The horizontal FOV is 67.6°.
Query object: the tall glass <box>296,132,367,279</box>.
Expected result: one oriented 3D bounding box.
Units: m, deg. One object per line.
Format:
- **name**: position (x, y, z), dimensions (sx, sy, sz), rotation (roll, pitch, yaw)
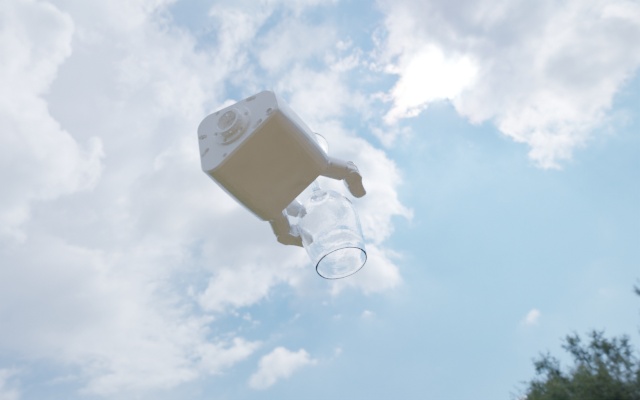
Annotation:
- **tall glass**: position (0.000, 0.002, 0.615), dimensions (0.079, 0.201, 0.079), rotation (-11, -41, -10)
